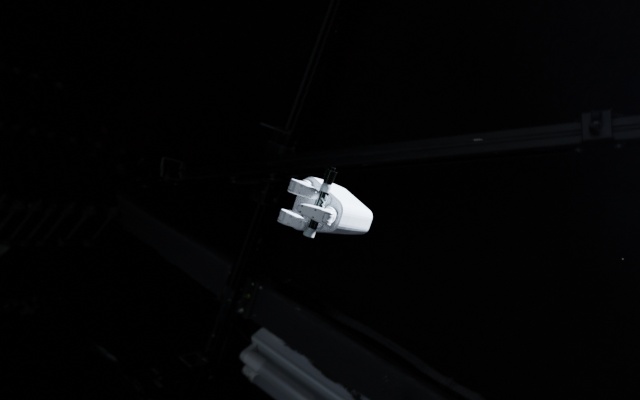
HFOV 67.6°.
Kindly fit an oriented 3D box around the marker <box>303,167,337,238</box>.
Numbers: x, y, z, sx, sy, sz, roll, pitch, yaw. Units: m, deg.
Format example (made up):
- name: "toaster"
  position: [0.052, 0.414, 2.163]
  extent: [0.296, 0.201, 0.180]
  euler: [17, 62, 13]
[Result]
- name: "marker"
  position: [0.000, 0.003, 0.786]
  extent: [0.020, 0.121, 0.020]
  euler: [19, 6, -2]
